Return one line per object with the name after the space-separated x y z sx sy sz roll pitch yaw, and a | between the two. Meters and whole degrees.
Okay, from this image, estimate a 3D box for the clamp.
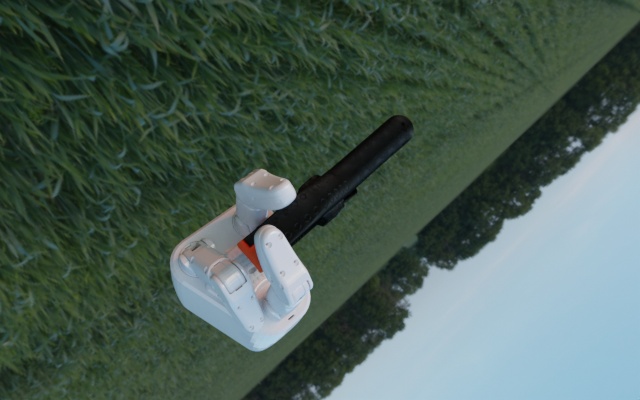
0.000 0.002 0.400 0.171 0.039 0.120 -37 -12 -27 | clamp
